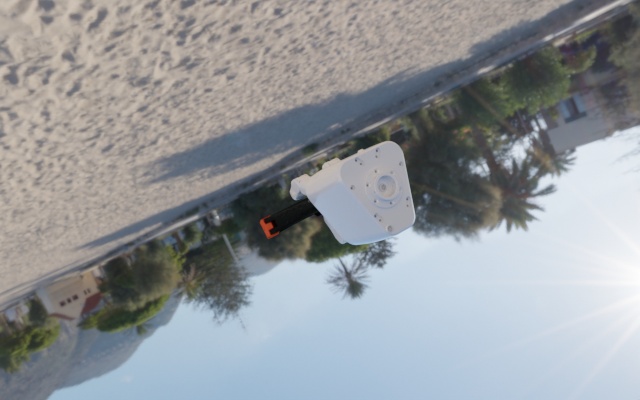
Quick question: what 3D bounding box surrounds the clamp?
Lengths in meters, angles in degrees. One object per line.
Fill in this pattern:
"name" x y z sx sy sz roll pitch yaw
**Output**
"clamp" 0.000 0.003 0.731 0.210 0.036 0.164 -27 -2 -22
